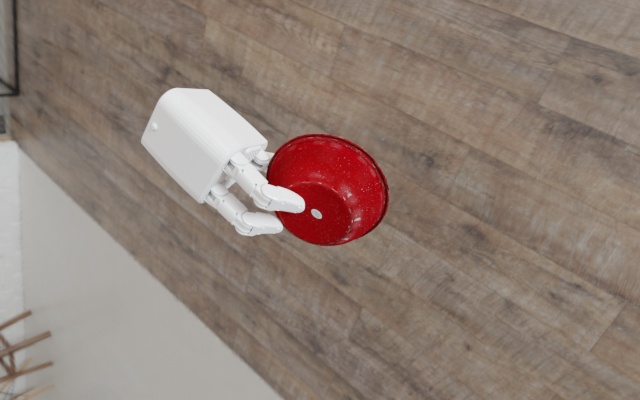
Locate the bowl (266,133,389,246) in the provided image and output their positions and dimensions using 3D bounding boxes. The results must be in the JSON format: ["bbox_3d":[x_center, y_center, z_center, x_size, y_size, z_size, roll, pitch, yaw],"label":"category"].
[{"bbox_3d":[0.001,0.003,0.586,0.162,0.162,0.055,0,33,19],"label":"bowl"}]
